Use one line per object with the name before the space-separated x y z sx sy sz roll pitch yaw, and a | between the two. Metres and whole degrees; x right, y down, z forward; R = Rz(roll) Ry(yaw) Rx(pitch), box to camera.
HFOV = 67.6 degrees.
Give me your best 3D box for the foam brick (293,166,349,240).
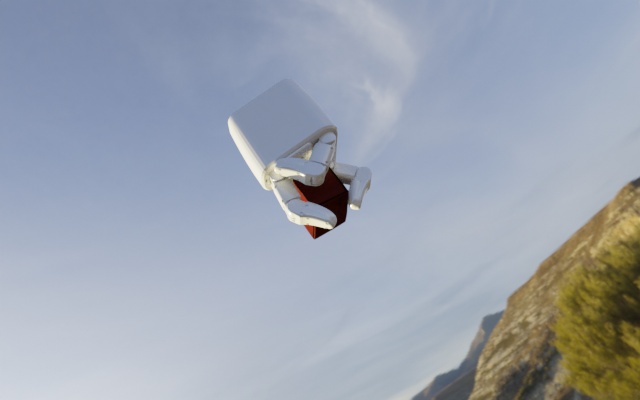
foam brick | 0.000 0.002 0.617 0.053 0.051 0.078 -28 -29 -18
